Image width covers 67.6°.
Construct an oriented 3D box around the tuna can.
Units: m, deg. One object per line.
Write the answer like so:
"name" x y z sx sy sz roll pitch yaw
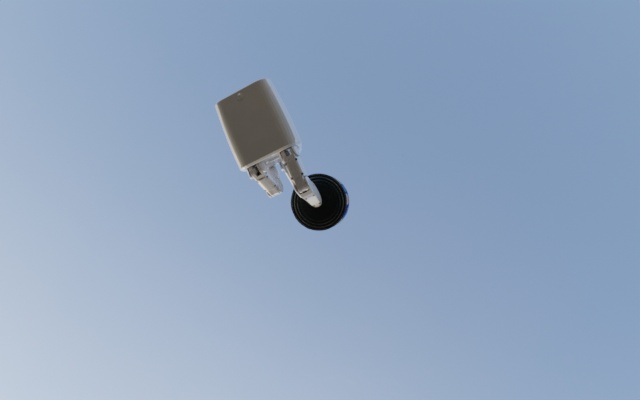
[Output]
"tuna can" 0.000 0.002 0.727 0.086 0.086 0.034 0 0 12
